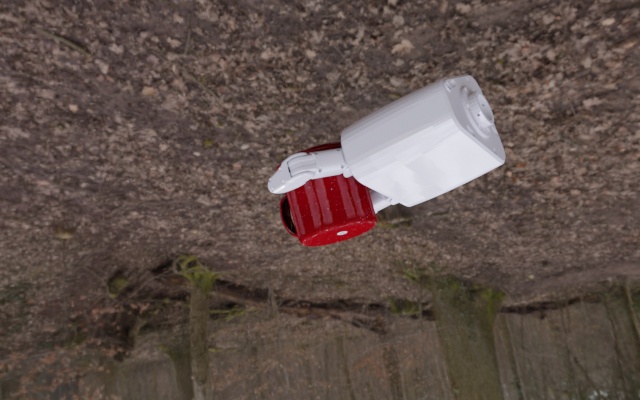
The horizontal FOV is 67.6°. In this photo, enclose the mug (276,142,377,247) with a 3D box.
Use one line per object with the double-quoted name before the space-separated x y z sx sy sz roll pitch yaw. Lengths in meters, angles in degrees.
"mug" -0.001 0.002 0.494 0.117 0.081 0.093 -27 -19 36
